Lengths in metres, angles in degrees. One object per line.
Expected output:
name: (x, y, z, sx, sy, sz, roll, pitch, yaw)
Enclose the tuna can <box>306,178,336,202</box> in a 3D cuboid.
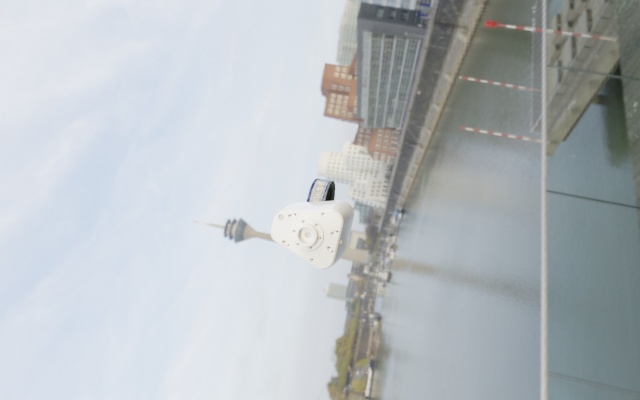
tuna can: (0.000, 0.003, 0.883, 0.034, 0.086, 0.086, 12, 3, 12)
